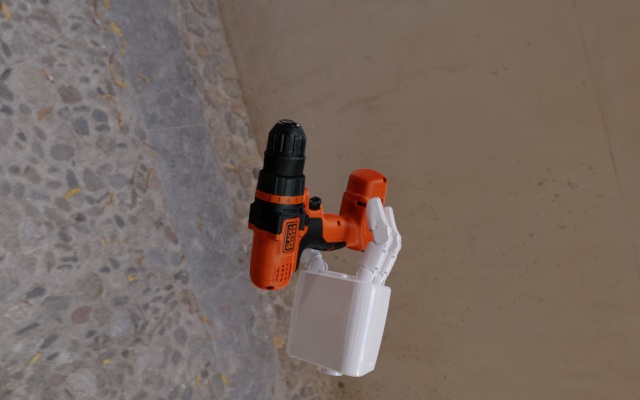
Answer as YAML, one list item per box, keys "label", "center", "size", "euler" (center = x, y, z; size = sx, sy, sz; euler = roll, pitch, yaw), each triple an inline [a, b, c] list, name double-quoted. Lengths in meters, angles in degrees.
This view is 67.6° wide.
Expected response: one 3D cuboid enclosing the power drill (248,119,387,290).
- label: "power drill"
  center: [0.000, 0.002, 0.558]
  size: [0.057, 0.184, 0.187]
  euler: [22, 19, 41]
